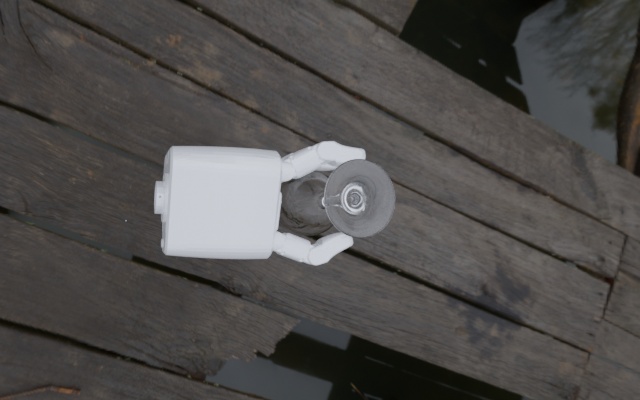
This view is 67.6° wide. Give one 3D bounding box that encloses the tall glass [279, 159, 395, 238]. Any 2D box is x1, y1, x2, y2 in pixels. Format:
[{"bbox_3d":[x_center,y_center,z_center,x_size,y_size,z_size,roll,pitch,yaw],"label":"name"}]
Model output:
[{"bbox_3d":[0.000,0.002,0.537,0.079,0.079,0.201,0,-2,-22],"label":"tall glass"}]
